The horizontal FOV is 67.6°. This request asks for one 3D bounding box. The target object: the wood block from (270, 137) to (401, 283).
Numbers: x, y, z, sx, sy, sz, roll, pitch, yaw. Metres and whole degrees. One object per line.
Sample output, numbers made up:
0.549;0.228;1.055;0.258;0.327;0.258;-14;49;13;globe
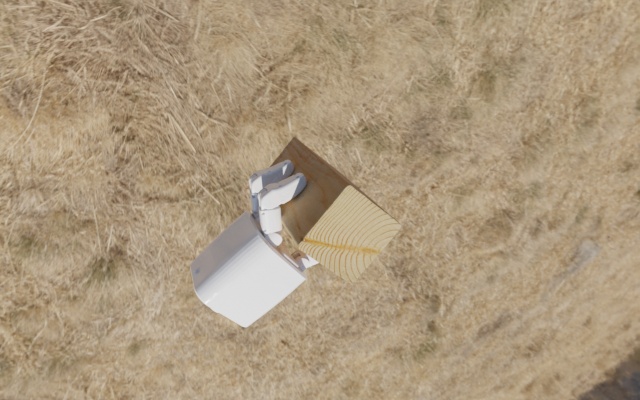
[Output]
0.000;0.003;0.607;0.091;0.090;0.206;37;5;-29;wood block
